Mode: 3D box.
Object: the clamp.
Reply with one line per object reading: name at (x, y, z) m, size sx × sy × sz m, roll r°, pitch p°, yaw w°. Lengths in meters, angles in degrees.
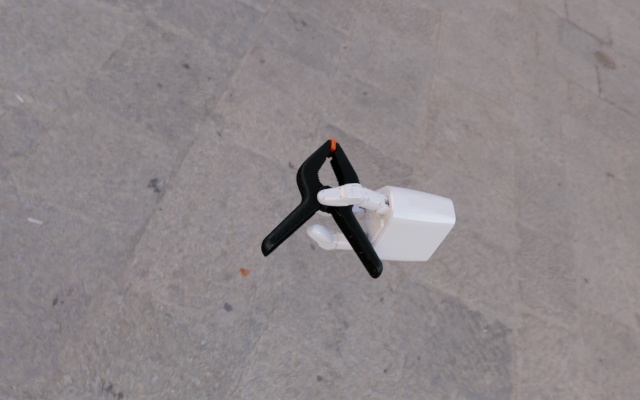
clamp at (0.001, 0.001, 0.659) m, size 0.164 × 0.209 × 0.036 m, roll 8°, pitch -31°, yaw -19°
